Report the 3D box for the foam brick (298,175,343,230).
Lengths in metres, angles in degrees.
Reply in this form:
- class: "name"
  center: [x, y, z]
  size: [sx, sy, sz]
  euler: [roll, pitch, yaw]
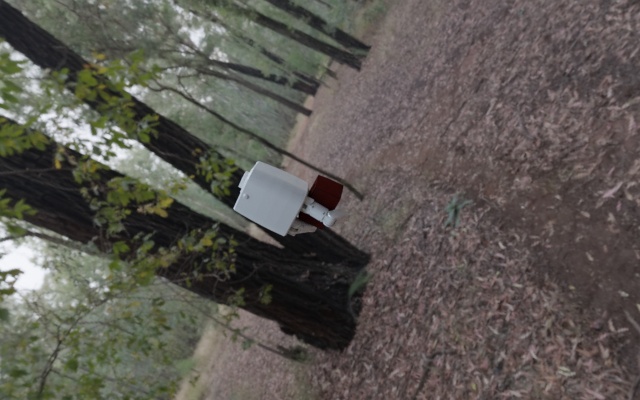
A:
- class: "foam brick"
  center: [0.000, 0.003, 0.868]
  size: [0.051, 0.078, 0.053]
  euler: [26, 29, -7]
